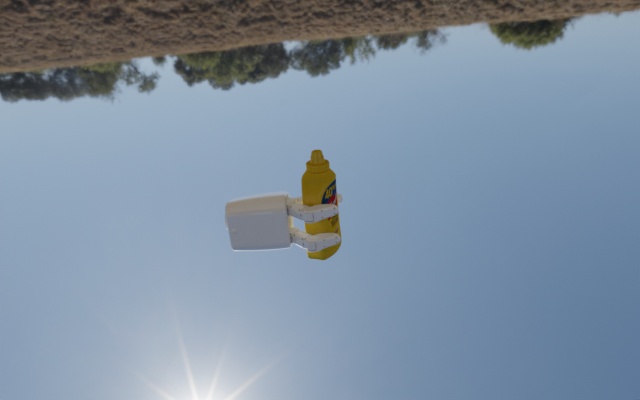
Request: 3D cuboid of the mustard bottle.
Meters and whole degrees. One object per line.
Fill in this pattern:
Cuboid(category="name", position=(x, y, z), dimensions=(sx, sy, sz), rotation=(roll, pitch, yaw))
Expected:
Cuboid(category="mustard bottle", position=(0.000, 0.003, 0.851), dimensions=(0.058, 0.192, 0.096), rotation=(5, 26, 22))
